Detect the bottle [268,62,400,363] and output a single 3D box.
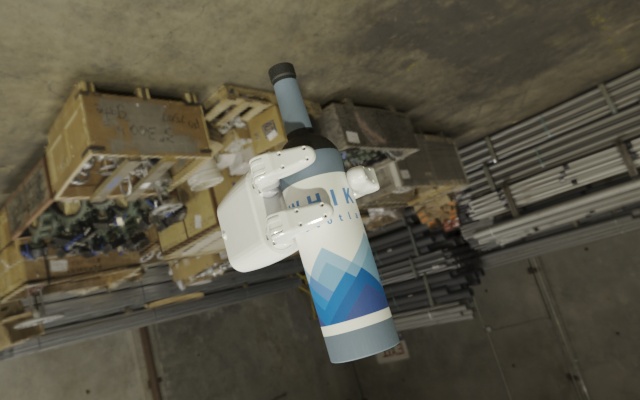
[{"bbox_3d":[0.000,0.002,0.469,0.069,0.295,0.069,-16,-11,-3],"label":"bottle"}]
